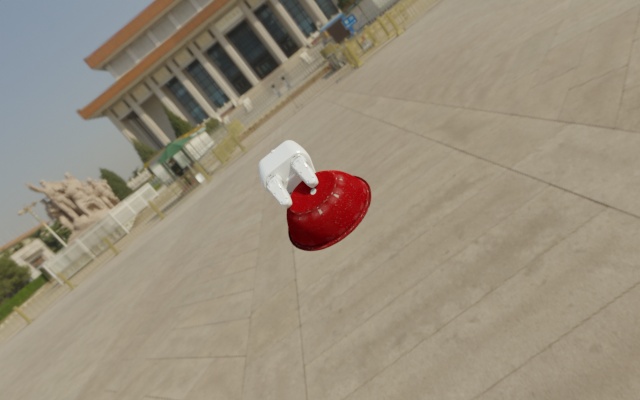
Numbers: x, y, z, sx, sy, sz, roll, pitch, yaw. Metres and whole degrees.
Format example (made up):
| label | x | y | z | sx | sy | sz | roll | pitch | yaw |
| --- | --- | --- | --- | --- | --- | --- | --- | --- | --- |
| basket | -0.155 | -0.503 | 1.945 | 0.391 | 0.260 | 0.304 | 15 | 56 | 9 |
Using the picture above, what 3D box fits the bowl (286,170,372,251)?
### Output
| label | x | y | z | sx | sy | sz | roll | pitch | yaw |
| --- | --- | --- | --- | --- | --- | --- | --- | --- | --- |
| bowl | 0.001 | 0.003 | 0.781 | 0.162 | 0.162 | 0.055 | 0 | -40 | 42 |
